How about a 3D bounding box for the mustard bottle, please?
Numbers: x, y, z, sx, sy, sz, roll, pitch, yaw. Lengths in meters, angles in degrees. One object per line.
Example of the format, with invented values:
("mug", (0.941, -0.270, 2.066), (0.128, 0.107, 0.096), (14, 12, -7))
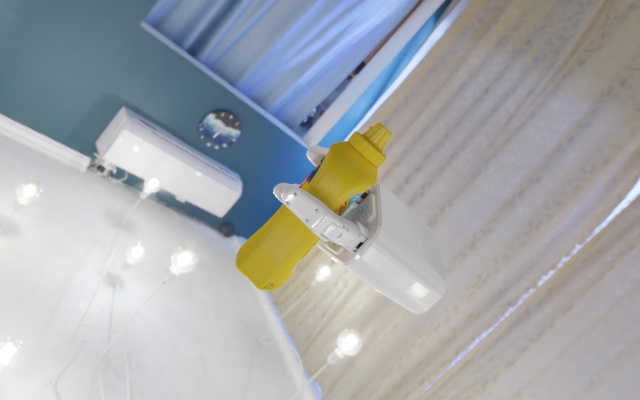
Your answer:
("mustard bottle", (0.000, 0.002, 0.472), (0.058, 0.191, 0.096), (43, 11, 4))
